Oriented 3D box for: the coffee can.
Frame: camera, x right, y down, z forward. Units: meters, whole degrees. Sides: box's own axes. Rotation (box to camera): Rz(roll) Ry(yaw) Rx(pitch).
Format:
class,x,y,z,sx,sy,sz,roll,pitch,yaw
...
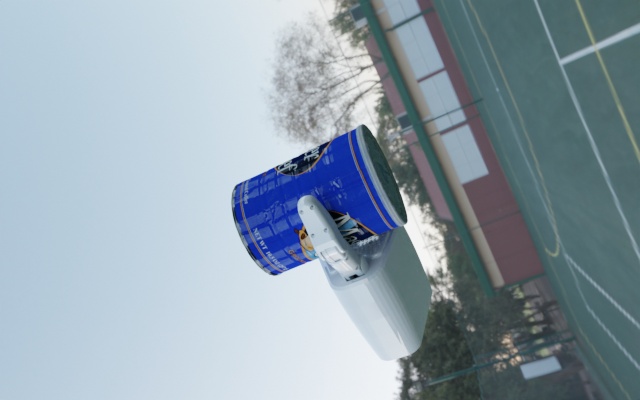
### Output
class,x,y,z,sx,sy,sz,roll,pitch,yaw
coffee can,0.000,0.001,0.466,0.140,0.103,0.103,-24,-7,16
